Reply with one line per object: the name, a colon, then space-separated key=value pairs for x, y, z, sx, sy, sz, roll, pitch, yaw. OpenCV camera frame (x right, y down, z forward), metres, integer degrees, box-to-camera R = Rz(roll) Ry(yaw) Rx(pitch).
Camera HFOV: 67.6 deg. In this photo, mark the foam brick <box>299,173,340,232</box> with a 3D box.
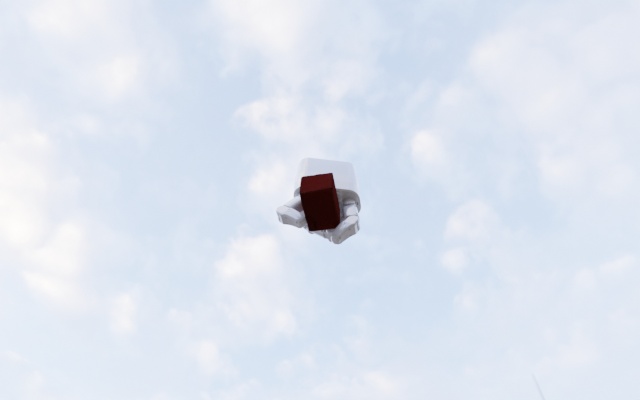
foam brick: x=0.000 y=0.002 z=0.759 sx=0.053 sy=0.078 sz=0.051 roll=-7 pitch=34 yaw=7
